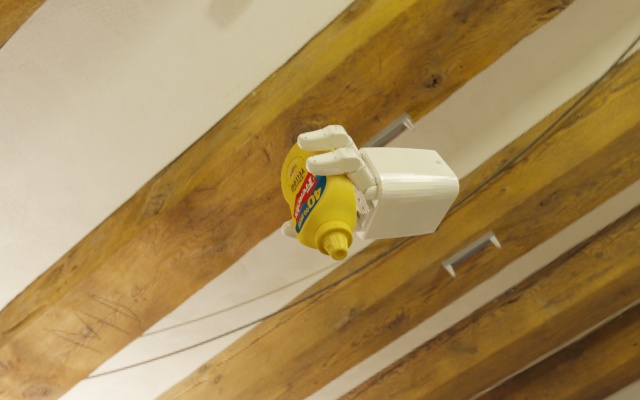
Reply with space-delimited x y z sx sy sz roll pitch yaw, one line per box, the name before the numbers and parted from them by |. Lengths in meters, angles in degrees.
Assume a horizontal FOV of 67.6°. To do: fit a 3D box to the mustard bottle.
mustard bottle | 0.000 0.002 0.571 0.058 0.096 0.191 19 28 -27
